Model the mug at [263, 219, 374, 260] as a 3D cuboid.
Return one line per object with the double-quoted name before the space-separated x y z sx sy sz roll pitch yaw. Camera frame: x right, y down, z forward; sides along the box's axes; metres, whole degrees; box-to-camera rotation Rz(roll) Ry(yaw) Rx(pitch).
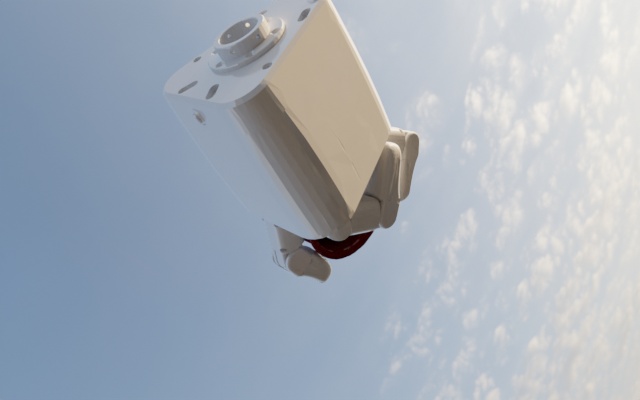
"mug" 0.001 0.002 0.416 0.081 0.093 0.117 19 -30 43
